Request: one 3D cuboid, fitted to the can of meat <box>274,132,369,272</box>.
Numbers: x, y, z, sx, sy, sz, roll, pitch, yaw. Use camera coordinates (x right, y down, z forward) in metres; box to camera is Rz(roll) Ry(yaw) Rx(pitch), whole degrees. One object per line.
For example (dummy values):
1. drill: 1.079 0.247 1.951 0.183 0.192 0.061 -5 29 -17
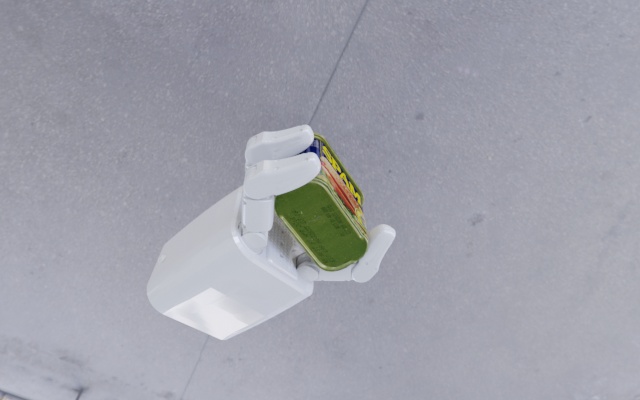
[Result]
1. can of meat: 0.000 0.002 0.429 0.057 0.102 0.084 -29 28 15
